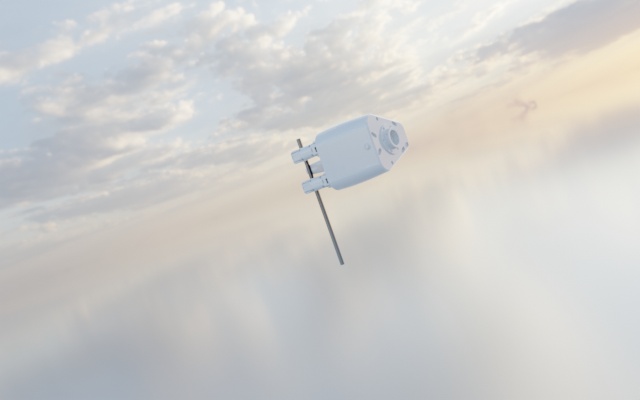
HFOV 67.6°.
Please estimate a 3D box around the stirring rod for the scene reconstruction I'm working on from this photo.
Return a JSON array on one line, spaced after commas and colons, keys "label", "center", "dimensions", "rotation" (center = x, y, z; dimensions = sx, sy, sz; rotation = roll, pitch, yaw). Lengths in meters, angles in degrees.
[{"label": "stirring rod", "center": [0.000, 0.003, 0.861], "dimensions": [0.011, 0.239, 0.011], "rotation": [-19, 2, 1]}]
